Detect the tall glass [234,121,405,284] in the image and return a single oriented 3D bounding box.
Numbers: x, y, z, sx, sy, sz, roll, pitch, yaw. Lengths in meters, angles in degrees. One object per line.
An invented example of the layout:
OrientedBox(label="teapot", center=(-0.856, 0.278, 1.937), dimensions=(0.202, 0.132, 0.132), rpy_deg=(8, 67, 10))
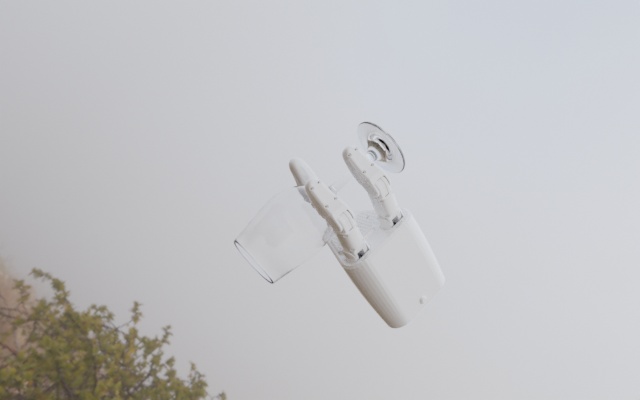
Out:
OrientedBox(label="tall glass", center=(0.000, 0.001, 0.529), dimensions=(0.201, 0.079, 0.079), rpy_deg=(-42, 14, -17))
